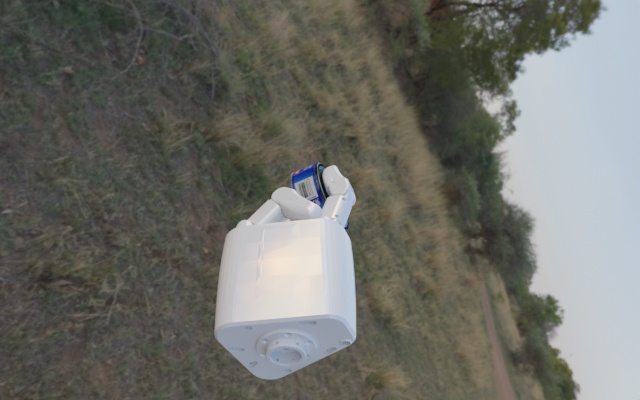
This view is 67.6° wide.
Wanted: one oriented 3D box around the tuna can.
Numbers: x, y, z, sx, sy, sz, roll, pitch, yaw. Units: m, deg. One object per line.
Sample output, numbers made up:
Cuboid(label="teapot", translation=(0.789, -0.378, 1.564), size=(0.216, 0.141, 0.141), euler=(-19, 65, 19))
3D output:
Cuboid(label="tuna can", translation=(0.001, 0.001, 0.533), size=(0.034, 0.086, 0.086), euler=(-23, -6, 14))
